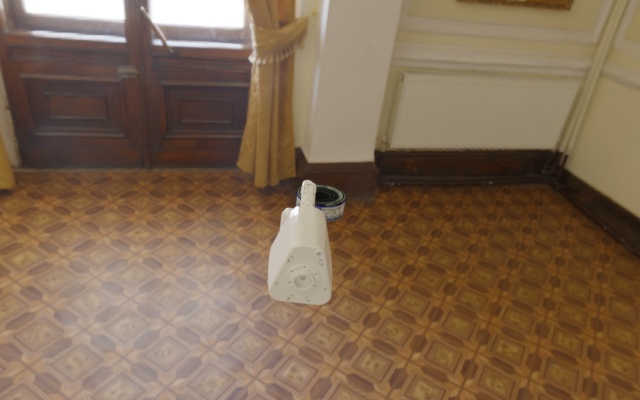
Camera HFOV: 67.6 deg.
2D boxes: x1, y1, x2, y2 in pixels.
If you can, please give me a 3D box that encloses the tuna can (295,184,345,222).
[{"bbox_3d":[0.000,0.002,0.832,0.086,0.034,0.086,6,25,-3],"label":"tuna can"}]
